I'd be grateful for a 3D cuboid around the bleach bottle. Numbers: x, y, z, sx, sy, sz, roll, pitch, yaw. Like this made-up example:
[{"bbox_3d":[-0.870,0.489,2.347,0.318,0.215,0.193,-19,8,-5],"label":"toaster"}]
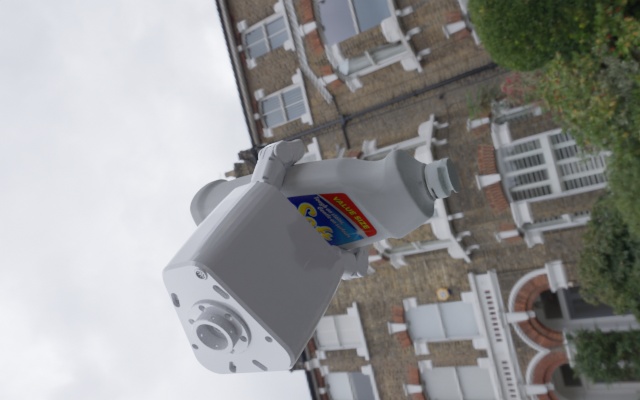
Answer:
[{"bbox_3d":[0.000,0.002,0.447,0.251,0.102,0.068,-16,23,31],"label":"bleach bottle"}]
